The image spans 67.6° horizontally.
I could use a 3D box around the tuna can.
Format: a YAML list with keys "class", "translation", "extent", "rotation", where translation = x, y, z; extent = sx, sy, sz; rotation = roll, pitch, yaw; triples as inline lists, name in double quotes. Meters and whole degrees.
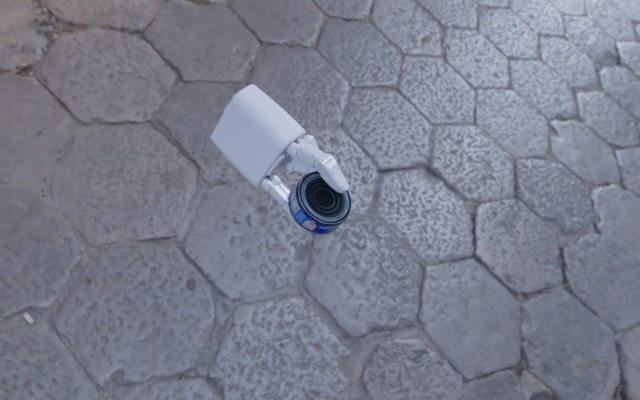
- class: "tuna can"
  translation: [0.000, 0.002, 0.671]
  extent: [0.086, 0.086, 0.034]
  rotation: [0, -26, -29]
